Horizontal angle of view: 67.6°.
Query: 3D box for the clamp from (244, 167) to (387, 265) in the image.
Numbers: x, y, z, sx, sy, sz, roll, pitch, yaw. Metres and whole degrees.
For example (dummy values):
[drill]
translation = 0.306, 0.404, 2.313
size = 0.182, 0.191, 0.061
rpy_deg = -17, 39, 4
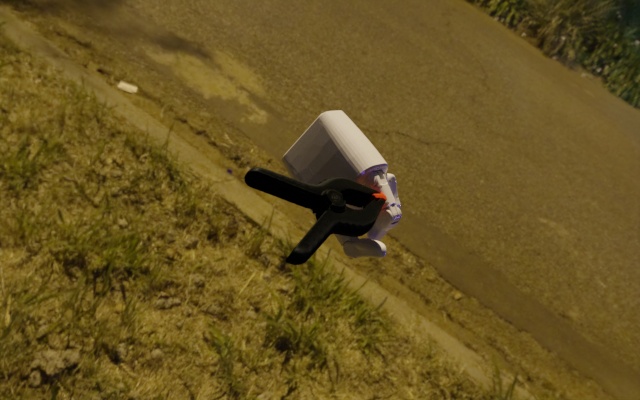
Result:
[clamp]
translation = 0.001, 0.001, 0.531
size = 0.171, 0.120, 0.039
rpy_deg = -13, -26, -46
